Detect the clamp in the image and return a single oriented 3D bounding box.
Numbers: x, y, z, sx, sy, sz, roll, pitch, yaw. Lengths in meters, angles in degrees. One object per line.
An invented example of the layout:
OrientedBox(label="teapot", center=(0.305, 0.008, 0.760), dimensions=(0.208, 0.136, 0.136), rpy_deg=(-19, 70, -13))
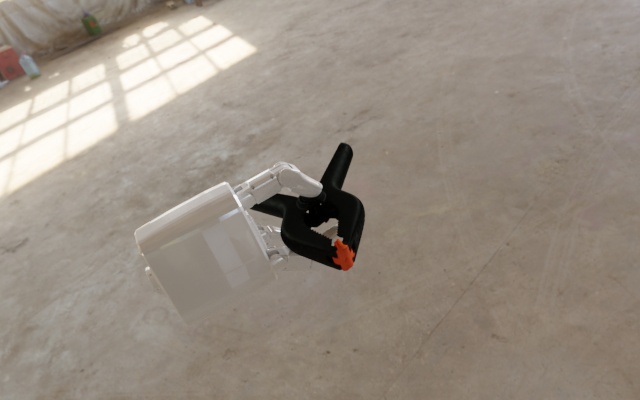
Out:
OrientedBox(label="clamp", center=(0.000, 0.001, 0.545), dimensions=(0.164, 0.036, 0.210), rpy_deg=(-29, 35, -11))
